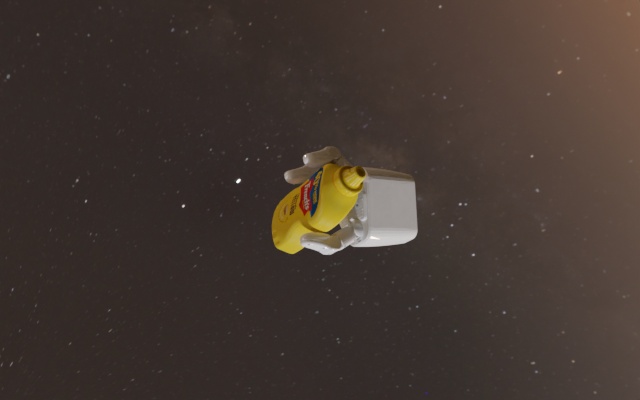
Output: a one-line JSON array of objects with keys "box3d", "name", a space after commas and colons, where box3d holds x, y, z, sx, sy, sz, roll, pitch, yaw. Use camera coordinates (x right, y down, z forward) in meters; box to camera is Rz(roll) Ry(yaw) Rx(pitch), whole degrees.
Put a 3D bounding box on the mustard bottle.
[{"box3d": [0.000, 0.002, 0.676, 0.058, 0.096, 0.192, 26, -36, -23], "name": "mustard bottle"}]
